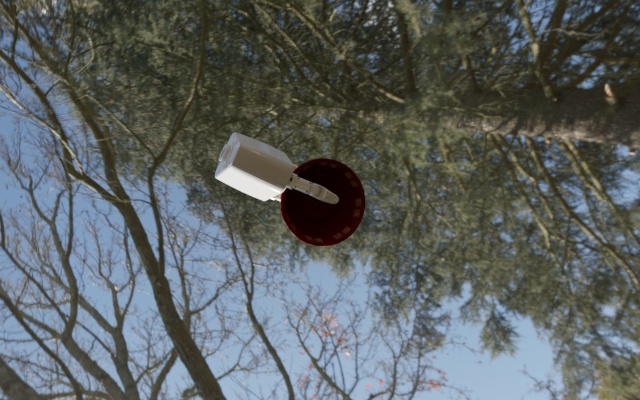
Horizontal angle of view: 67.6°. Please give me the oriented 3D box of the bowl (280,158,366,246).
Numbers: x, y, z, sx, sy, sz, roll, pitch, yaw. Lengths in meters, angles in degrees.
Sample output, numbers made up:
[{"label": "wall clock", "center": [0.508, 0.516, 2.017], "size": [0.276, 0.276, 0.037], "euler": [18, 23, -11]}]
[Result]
[{"label": "bowl", "center": [0.001, 0.004, 0.897], "size": [0.162, 0.162, 0.055], "euler": [0, 2, -14]}]
